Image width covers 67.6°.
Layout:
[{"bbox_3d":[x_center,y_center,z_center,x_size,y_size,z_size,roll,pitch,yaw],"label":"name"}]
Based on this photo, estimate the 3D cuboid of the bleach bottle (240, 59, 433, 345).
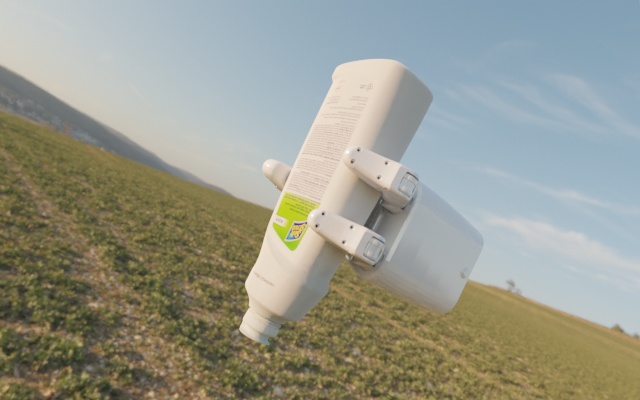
[{"bbox_3d":[0.000,0.001,0.415,0.068,0.251,0.102,32,-7,-31],"label":"bleach bottle"}]
